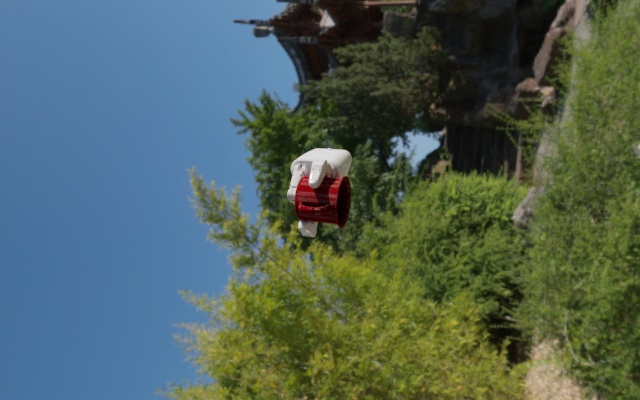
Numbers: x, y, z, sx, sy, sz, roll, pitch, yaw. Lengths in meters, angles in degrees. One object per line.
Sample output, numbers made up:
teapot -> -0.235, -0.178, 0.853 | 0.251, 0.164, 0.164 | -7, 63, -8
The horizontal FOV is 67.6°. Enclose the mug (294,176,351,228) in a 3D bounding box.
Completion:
mug -> -0.001, 0.003, 0.849 | 0.081, 0.093, 0.117 | 5, 20, 18
